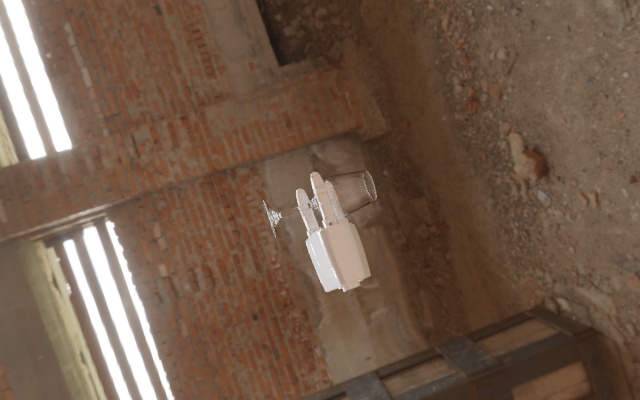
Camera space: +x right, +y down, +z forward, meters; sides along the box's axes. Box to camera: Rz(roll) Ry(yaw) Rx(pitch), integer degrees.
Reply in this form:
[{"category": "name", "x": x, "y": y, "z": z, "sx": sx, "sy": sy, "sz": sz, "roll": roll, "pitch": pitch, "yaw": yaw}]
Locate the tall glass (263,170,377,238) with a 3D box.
[{"category": "tall glass", "x": -0.001, "y": 0.003, "z": 0.887, "sx": 0.201, "sy": 0.079, "sz": 0.079, "roll": -19, "pitch": 2, "yaw": -7}]
